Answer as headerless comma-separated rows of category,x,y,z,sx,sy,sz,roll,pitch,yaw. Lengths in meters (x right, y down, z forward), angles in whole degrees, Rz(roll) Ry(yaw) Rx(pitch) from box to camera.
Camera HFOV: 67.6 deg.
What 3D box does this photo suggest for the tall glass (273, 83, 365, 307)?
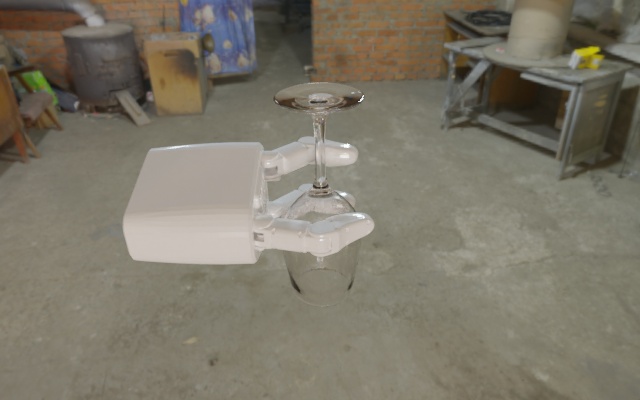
tall glass,0.000,0.001,0.437,0.079,0.201,0.079,-1,30,1
